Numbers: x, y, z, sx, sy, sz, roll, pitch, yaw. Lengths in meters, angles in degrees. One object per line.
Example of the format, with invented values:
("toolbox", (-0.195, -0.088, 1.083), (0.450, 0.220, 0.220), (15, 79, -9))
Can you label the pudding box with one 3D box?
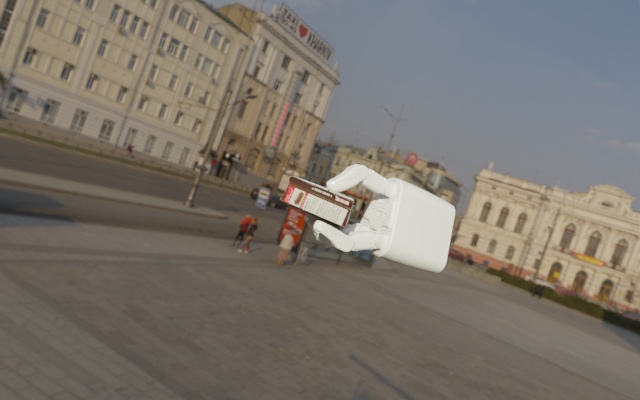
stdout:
("pudding box", (0.000, 0.002, 0.643), (0.090, 0.039, 0.113), (22, -1, 4))
